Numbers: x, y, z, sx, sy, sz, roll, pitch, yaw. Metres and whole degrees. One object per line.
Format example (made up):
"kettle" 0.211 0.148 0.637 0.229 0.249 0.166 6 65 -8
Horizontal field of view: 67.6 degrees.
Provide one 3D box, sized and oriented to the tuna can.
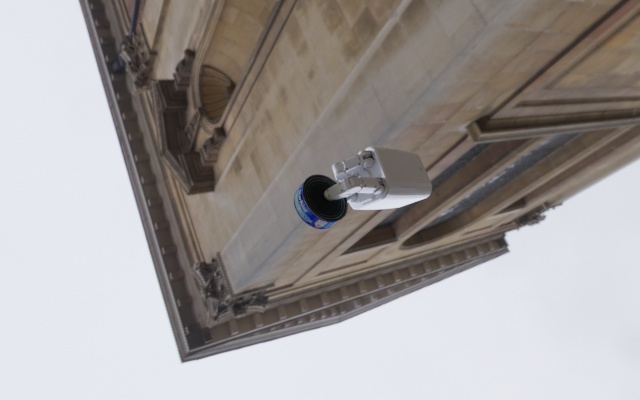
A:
"tuna can" 0.000 0.003 0.775 0.086 0.086 0.034 0 -28 -36
